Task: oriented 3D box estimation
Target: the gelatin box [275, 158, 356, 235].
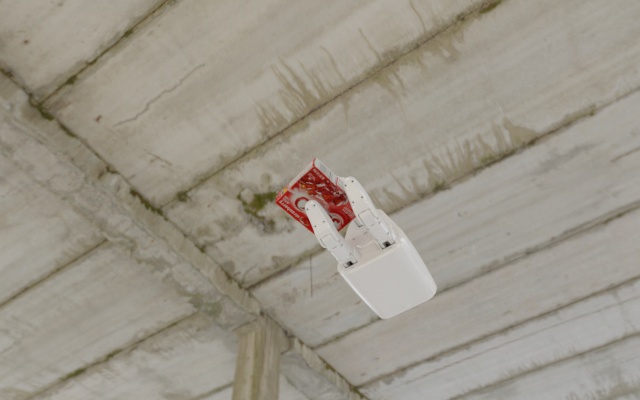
[{"bbox_3d":[0.000,0.002,0.606,0.073,0.089,0.030,-41,18,23],"label":"gelatin box"}]
